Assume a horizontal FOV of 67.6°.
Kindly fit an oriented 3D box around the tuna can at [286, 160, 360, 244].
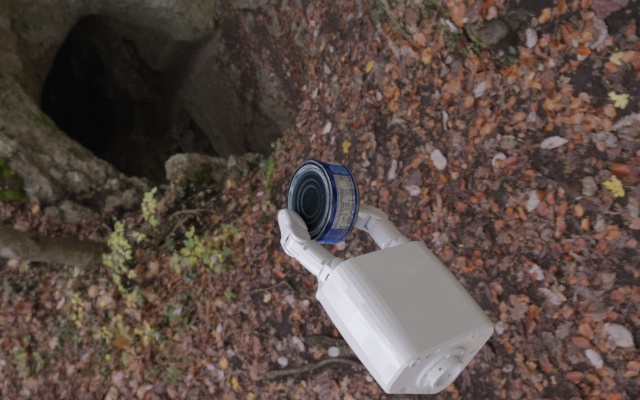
[{"bbox_3d":[0.000,0.002,0.487,0.034,0.086,0.086,4,-2,-35],"label":"tuna can"}]
